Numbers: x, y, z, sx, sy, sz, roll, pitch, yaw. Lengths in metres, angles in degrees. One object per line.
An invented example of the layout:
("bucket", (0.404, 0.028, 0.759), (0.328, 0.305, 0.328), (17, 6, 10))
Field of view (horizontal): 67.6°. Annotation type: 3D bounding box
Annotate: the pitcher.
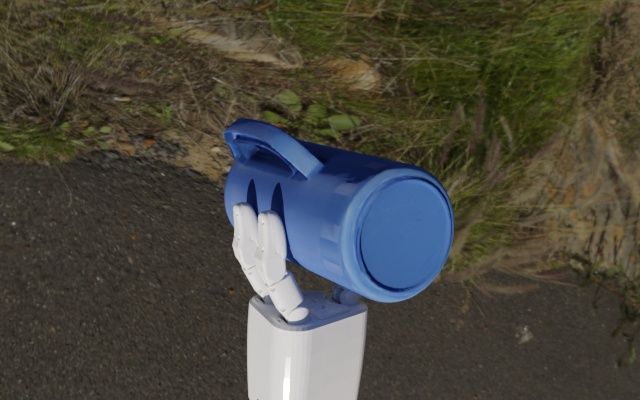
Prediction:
("pitcher", (0.000, 0.002, 0.454), (0.149, 0.145, 0.243), (2, 8, -29))
